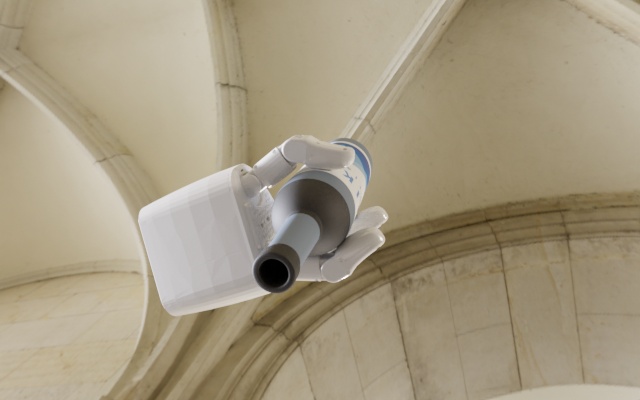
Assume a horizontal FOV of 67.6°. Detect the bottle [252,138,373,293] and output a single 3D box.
[{"bbox_3d":[0.000,0.001,0.423,0.069,0.069,0.295,0,17,12],"label":"bottle"}]
